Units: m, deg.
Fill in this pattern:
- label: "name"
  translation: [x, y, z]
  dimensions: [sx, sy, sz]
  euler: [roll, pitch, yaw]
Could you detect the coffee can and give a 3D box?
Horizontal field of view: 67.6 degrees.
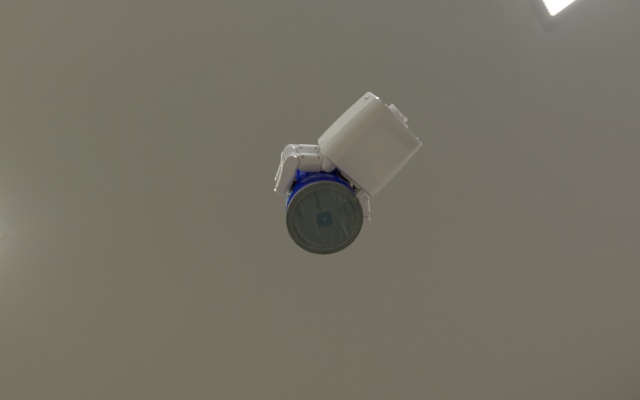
- label: "coffee can"
  translation: [0.000, 0.002, 0.692]
  dimensions: [0.103, 0.103, 0.140]
  euler: [0, 19, -5]
